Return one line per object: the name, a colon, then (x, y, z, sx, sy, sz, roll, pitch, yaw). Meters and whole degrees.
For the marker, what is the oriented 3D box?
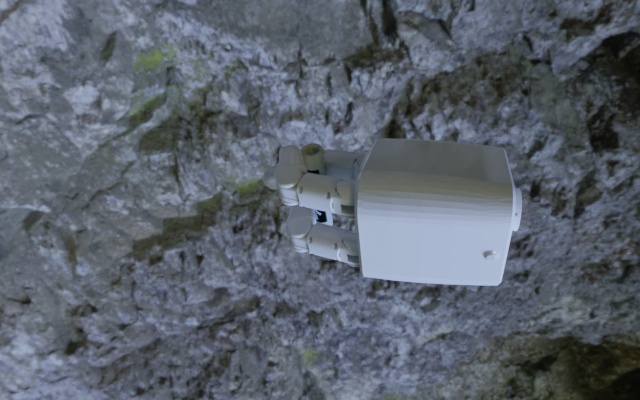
marker: (0.000, 0.001, 0.438, 0.020, 0.121, 0.020, -5, 43, 5)
